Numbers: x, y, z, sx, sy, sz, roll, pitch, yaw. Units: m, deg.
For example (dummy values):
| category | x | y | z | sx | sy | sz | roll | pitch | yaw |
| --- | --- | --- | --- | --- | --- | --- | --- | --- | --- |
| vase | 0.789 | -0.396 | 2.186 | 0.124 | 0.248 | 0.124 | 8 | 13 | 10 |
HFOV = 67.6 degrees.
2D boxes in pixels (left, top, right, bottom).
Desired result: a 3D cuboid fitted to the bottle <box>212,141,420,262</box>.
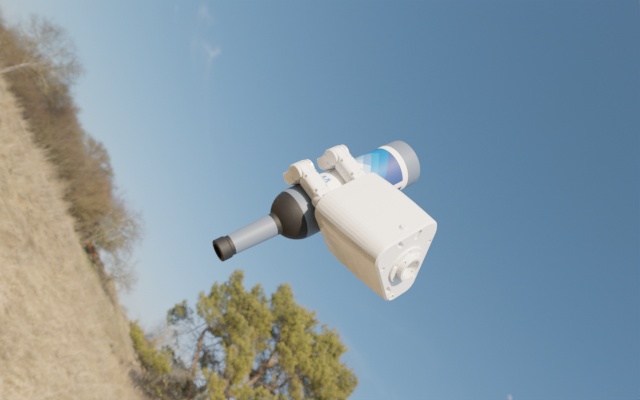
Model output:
| category | x | y | z | sx | sy | sz | roll | pitch | yaw |
| --- | --- | --- | --- | --- | --- | --- | --- | --- | --- |
| bottle | 0.000 | 0.002 | 0.614 | 0.295 | 0.069 | 0.069 | -25 | 12 | -27 |
